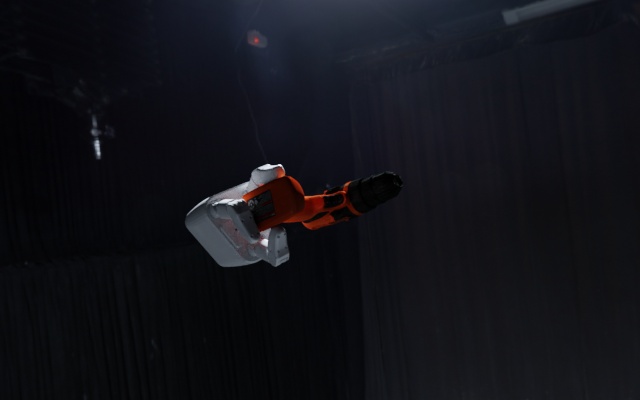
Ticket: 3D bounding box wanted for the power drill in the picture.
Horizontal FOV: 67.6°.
[{"bbox_3d":[0.000,0.002,0.668,0.184,0.057,0.187,-25,-17,38],"label":"power drill"}]
